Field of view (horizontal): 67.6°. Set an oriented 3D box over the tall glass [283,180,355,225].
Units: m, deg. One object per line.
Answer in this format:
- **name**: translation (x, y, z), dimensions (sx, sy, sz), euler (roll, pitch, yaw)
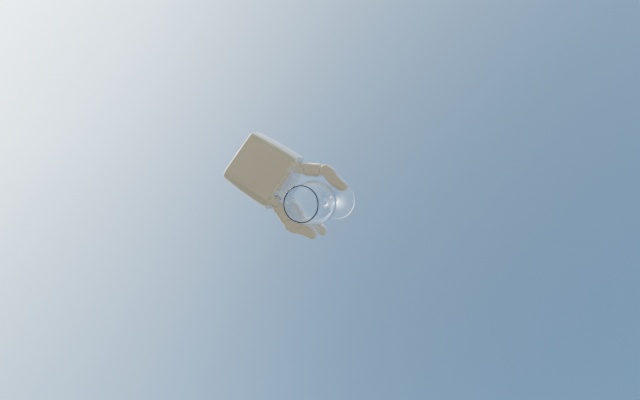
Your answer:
- **tall glass**: translation (0.001, 0.003, 0.863), dimensions (0.079, 0.079, 0.201), euler (0, 2, 19)
